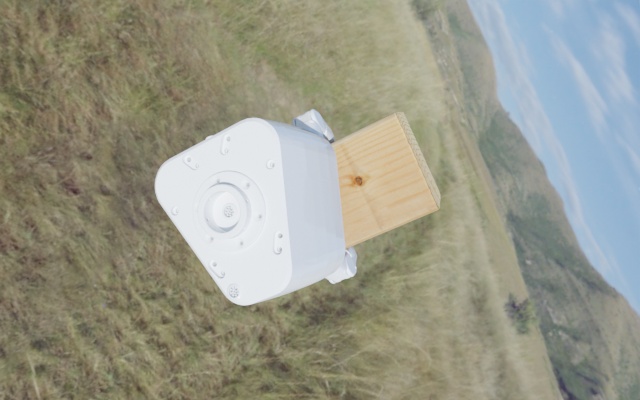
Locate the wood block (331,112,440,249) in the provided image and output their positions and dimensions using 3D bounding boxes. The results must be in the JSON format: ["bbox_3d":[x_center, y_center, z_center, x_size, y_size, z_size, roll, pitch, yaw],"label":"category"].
[{"bbox_3d":[0.000,0.002,0.459,0.206,0.091,0.090,-24,4,17],"label":"wood block"}]
